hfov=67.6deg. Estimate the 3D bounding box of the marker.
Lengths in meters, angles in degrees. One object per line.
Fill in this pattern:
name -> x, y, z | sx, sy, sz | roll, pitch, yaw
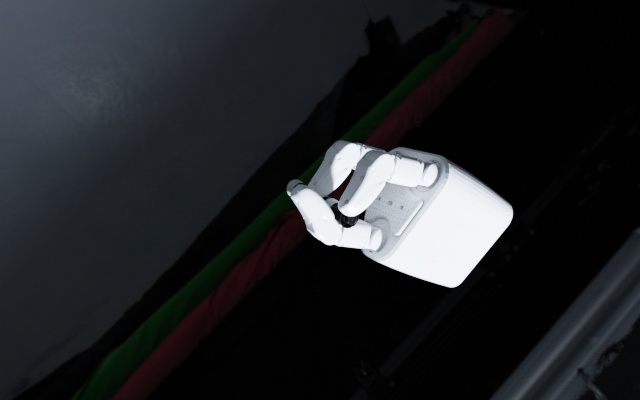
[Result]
marker -> 0.000, 0.001, 0.449 | 0.020, 0.020, 0.121 | 0, 14, -28
